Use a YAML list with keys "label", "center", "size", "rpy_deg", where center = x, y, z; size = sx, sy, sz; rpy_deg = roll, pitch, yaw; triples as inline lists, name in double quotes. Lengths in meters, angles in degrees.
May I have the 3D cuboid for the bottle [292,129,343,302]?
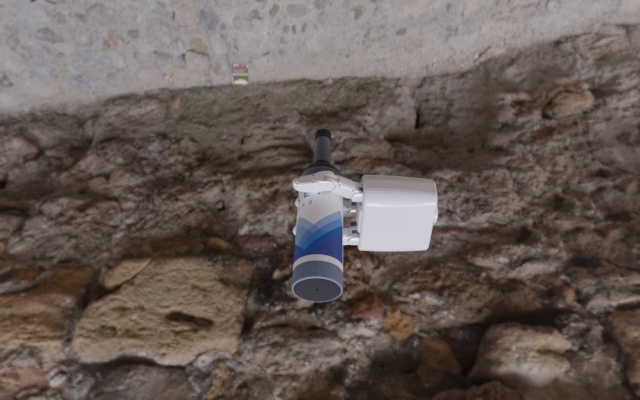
- label: "bottle"
  center: [0.000, 0.003, 0.708]
  size: [0.069, 0.295, 0.069]
  rpy_deg: [1, -39, 1]
